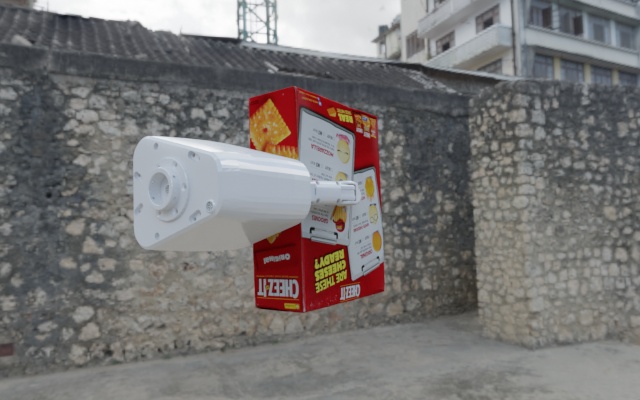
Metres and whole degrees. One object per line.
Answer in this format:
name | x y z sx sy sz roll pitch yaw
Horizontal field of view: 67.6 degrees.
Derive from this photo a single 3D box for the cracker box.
cracker box | 0.000 0.002 0.525 0.072 0.213 0.164 -4 -4 35
